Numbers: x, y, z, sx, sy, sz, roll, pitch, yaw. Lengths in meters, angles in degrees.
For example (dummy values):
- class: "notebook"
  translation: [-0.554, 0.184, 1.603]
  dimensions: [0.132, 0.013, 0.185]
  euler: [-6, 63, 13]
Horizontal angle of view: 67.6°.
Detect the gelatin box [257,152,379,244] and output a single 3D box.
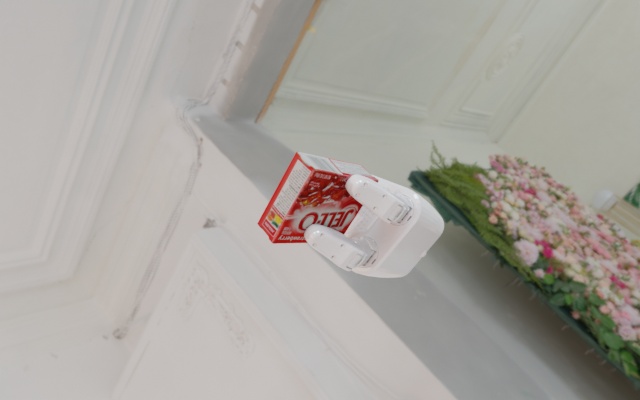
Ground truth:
- class: "gelatin box"
  translation: [0.000, 0.001, 0.410]
  dimensions: [0.089, 0.073, 0.030]
  euler: [6, 32, -49]
